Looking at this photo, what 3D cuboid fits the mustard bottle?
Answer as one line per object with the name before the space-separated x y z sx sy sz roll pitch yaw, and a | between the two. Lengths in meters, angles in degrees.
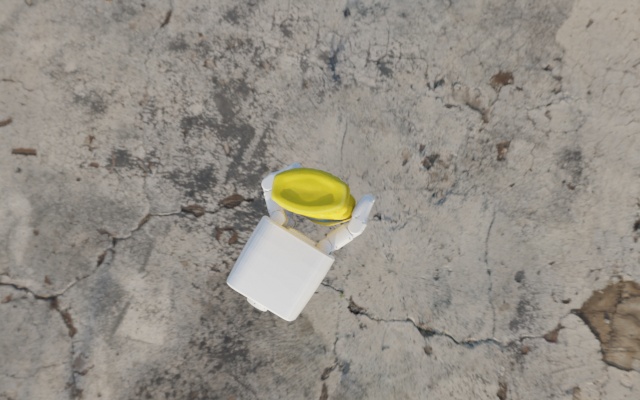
mustard bottle | 0.000 0.002 0.669 0.096 0.058 0.192 6 -8 10
